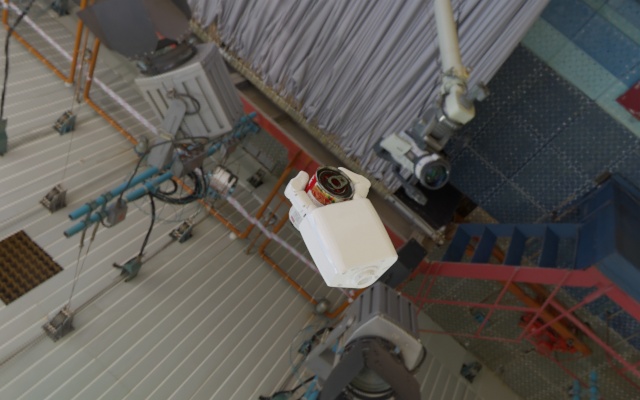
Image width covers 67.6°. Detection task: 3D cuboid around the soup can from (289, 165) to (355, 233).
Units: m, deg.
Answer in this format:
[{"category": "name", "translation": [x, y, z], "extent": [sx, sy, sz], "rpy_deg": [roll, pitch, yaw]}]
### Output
[{"category": "soup can", "translation": [0.000, 0.002, 0.762], "extent": [0.068, 0.068, 0.102], "rpy_deg": [0, -39, -37]}]
